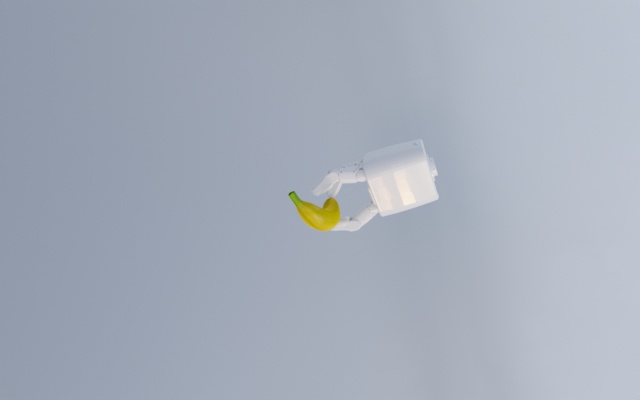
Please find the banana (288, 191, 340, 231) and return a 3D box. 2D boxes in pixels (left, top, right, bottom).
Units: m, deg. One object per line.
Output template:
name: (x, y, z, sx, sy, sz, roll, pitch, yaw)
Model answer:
banana: (0.005, 0.020, 0.823, 0.037, 0.069, 0.198, -20, -10, 16)
